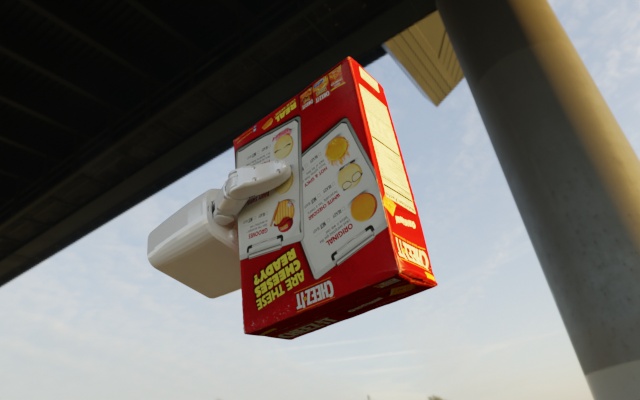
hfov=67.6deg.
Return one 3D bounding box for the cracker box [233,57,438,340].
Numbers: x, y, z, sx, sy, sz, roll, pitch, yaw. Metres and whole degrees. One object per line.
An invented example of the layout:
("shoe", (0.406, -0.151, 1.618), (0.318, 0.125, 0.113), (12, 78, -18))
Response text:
("cracker box", (0.000, 0.001, 0.446), (0.164, 0.213, 0.072), (-29, -34, 31))
